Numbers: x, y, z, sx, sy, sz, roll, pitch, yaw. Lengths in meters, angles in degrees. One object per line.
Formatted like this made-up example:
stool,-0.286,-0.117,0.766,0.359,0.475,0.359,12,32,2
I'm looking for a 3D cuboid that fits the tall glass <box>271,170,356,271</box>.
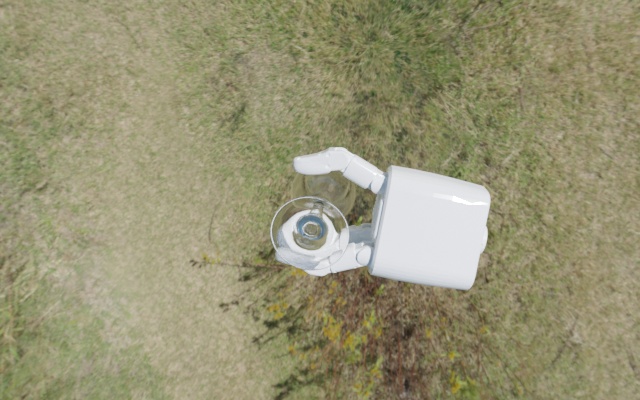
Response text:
tall glass,0.000,0.002,0.537,0.079,0.079,0.201,0,18,6
